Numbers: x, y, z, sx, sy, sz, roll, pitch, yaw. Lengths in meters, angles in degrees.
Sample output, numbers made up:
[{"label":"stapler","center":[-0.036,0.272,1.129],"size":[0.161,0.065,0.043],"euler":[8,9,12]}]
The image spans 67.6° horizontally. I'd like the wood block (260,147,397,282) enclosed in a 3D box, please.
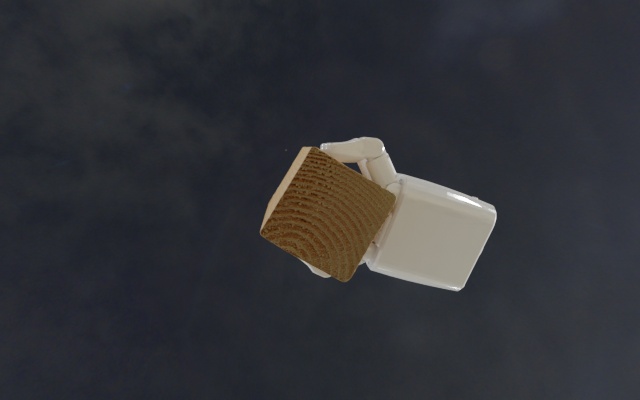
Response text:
[{"label":"wood block","center":[0.000,0.002,0.508],"size":[0.090,0.091,0.206],"euler":[30,3,-7]}]
